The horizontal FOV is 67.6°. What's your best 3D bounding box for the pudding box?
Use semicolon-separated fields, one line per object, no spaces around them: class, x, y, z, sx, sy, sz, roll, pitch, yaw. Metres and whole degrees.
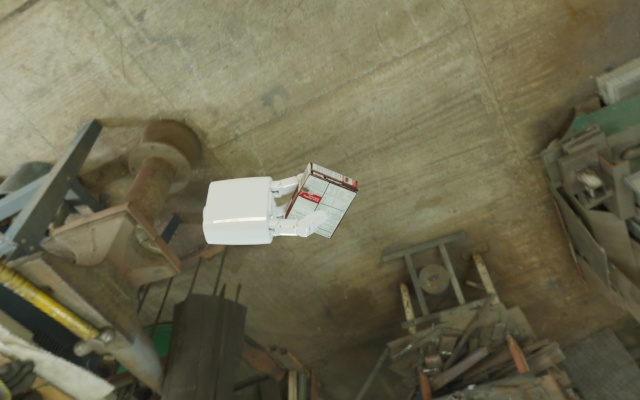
pudding box;0.000;0.003;0.804;0.090;0.113;0.039;21;34;-13
